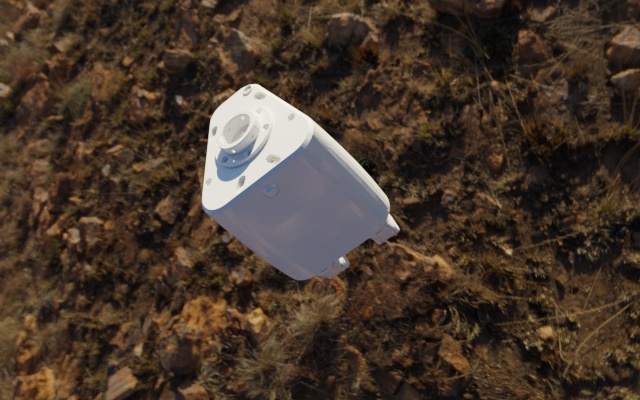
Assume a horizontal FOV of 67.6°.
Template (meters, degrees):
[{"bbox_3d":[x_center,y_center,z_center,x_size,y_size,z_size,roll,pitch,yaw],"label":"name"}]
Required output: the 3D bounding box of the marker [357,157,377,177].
[{"bbox_3d":[0.000,0.001,0.435,0.121,0.020,0.020,-37,-8,10],"label":"marker"}]
